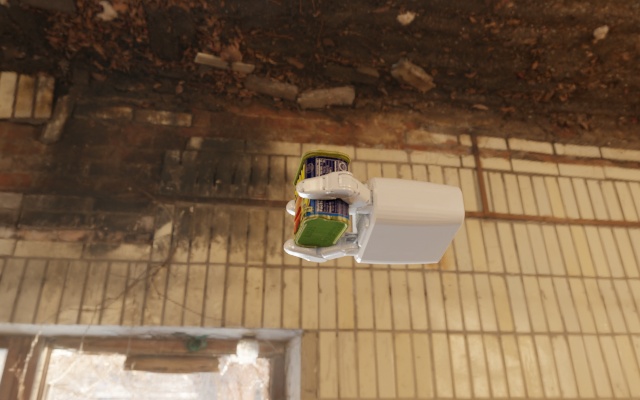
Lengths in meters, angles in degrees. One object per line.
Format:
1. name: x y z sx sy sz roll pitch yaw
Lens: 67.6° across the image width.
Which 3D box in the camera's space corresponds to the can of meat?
1. can of meat: 0.000 0.002 0.560 0.057 0.084 0.102 5 -24 -11
